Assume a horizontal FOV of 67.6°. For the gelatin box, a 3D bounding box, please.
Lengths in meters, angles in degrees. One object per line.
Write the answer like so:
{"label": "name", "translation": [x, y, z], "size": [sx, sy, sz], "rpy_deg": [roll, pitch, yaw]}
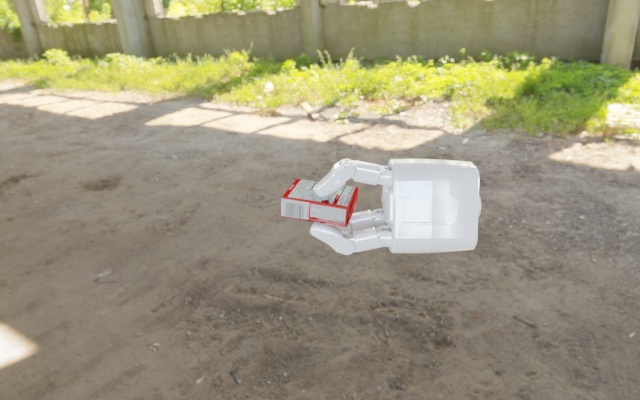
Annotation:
{"label": "gelatin box", "translation": [0.000, 0.002, 0.619], "size": [0.089, 0.030, 0.073], "rpy_deg": [9, 24, 10]}
